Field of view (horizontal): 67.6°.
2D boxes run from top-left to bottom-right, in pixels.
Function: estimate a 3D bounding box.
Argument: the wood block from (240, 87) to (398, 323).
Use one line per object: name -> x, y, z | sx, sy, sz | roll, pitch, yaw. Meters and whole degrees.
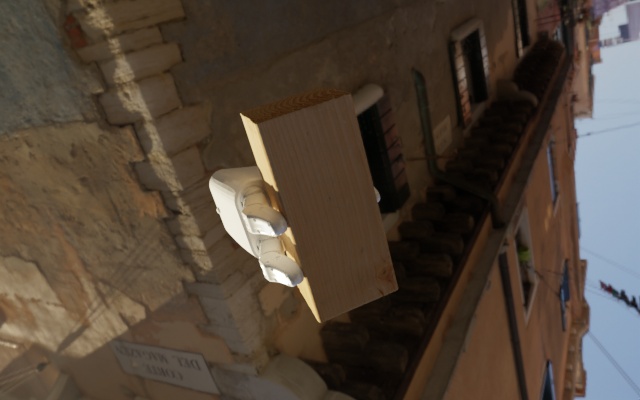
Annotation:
wood block -> 0.000, 0.001, 0.479 | 0.091, 0.206, 0.090 | -21, 22, -12
